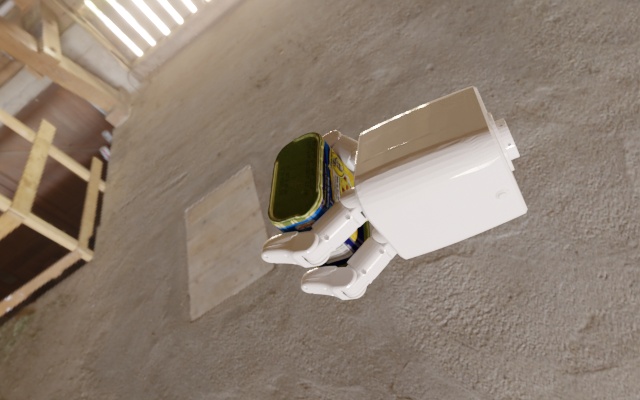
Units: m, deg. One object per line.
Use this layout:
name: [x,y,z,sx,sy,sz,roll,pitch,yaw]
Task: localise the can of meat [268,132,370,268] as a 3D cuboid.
can of meat: [0.000,0.001,0.431,0.057,0.102,0.084,-21,-45,24]
